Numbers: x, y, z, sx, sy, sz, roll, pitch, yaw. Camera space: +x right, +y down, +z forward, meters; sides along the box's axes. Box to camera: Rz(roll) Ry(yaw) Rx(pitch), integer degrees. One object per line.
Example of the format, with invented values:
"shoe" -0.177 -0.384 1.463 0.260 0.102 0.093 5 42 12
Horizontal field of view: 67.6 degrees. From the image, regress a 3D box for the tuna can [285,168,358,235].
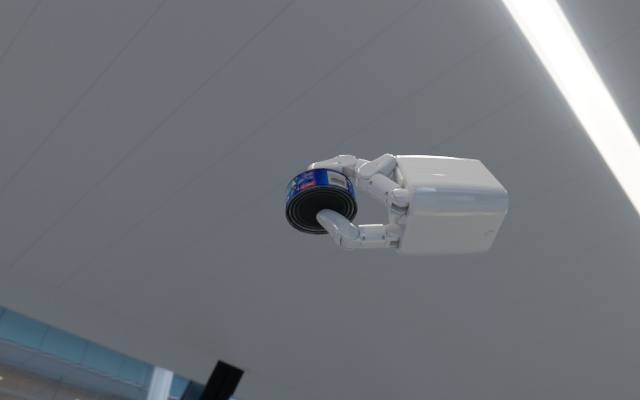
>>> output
"tuna can" 0.000 0.001 0.574 0.086 0.033 0.086 -4 -42 -3
